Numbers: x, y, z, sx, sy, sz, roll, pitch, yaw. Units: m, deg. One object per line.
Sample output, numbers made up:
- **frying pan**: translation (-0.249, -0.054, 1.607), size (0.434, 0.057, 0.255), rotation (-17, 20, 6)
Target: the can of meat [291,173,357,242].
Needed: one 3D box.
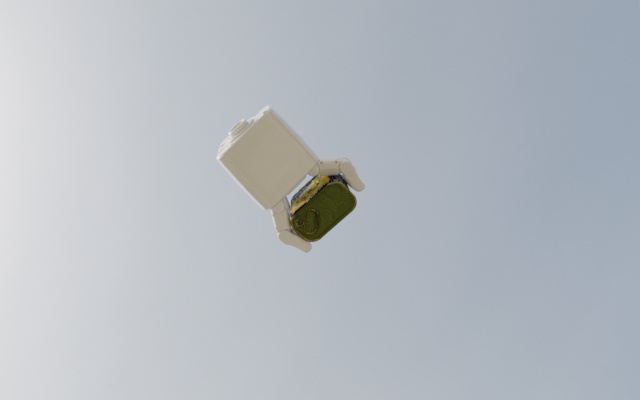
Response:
- **can of meat**: translation (0.000, 0.002, 0.738), size (0.057, 0.102, 0.084), rotation (43, 12, -21)
